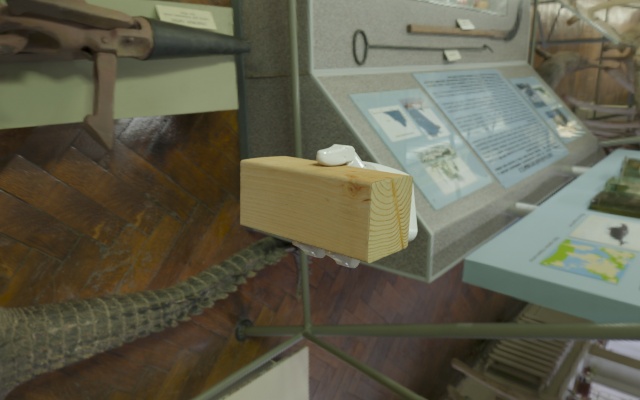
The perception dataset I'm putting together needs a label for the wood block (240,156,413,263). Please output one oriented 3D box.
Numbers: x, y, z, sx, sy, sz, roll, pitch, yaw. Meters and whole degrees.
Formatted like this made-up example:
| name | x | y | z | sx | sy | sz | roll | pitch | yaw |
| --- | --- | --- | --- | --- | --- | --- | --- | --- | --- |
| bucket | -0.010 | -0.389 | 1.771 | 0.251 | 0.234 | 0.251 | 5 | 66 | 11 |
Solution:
| name | x | y | z | sx | sy | sz | roll | pitch | yaw |
| --- | --- | --- | --- | --- | --- | --- | --- | --- | --- |
| wood block | 0.000 | 0.002 | 0.597 | 0.206 | 0.091 | 0.090 | 12 | 15 | 38 |
